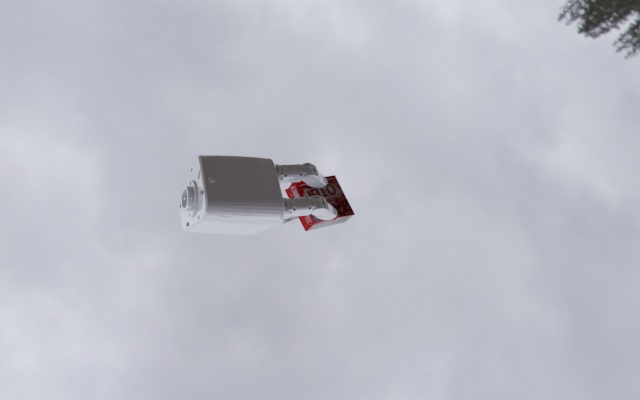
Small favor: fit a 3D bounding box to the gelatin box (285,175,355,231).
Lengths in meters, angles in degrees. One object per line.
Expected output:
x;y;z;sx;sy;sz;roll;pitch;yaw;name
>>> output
0.000;0.003;0.725;0.089;0.073;0.030;-10;-24;-42;gelatin box
